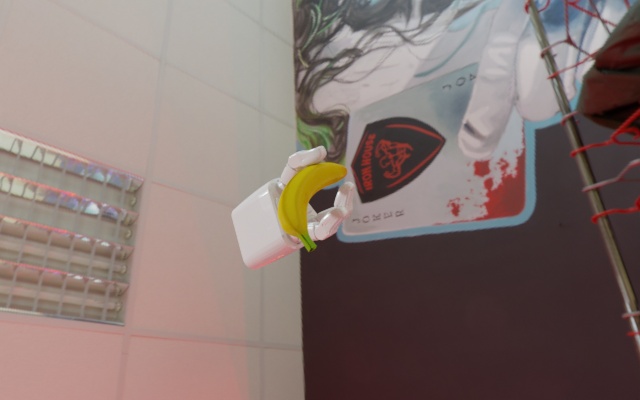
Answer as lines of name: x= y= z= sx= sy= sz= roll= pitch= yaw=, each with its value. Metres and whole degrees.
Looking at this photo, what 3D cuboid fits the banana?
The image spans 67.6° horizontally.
banana: x=-0.014 y=-0.008 z=0.649 sx=0.037 sy=0.069 sz=0.197 roll=-39 pitch=15 yaw=36
